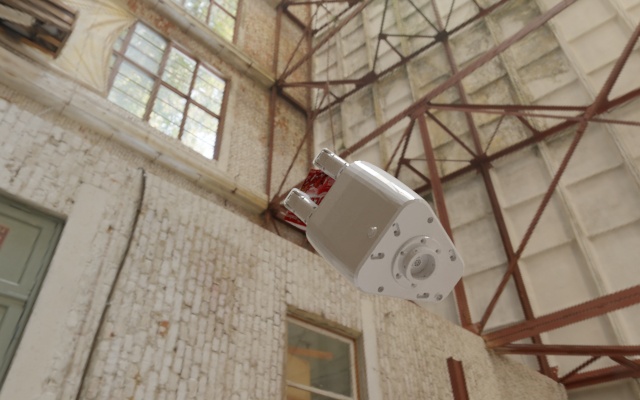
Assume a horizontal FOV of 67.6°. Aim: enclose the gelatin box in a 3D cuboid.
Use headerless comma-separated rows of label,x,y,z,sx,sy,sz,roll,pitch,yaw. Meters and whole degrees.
gelatin box,0.000,0.002,0.559,0.030,0.073,0.089,32,-8,-26
